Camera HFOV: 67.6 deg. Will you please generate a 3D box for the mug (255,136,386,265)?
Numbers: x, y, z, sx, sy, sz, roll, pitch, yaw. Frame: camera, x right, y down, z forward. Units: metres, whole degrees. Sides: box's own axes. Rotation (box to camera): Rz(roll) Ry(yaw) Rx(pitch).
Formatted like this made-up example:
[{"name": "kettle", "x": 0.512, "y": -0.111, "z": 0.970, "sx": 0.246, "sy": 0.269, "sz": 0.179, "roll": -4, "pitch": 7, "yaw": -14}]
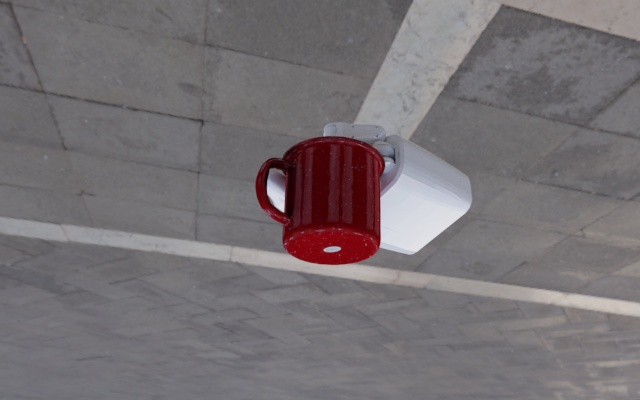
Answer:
[{"name": "mug", "x": -0.001, "y": 0.001, "z": 0.402, "sx": 0.117, "sy": 0.081, "sz": 0.093, "roll": 19, "pitch": -32, "yaw": -29}]
